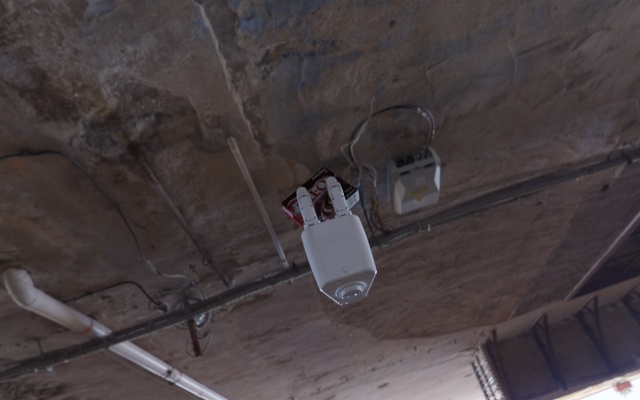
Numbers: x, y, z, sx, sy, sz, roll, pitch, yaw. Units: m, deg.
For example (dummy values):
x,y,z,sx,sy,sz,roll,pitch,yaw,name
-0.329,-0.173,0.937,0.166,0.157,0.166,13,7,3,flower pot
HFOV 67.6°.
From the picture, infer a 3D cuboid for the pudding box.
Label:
x,y,z,sx,sy,sz,roll,pitch,yaw,name
0.000,0.003,0.855,0.113,0.039,0.090,-40,55,-19,pudding box
